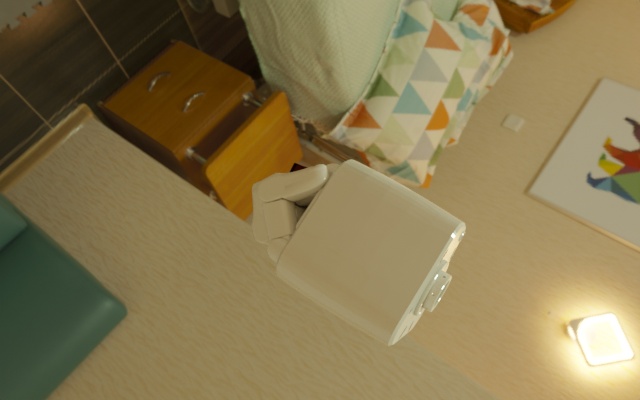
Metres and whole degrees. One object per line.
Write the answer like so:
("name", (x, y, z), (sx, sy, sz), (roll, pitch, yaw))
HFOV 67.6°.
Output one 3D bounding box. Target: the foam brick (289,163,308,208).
("foam brick", (0.000, 0.001, 0.465), (0.051, 0.053, 0.078), (28, 8, 22))
